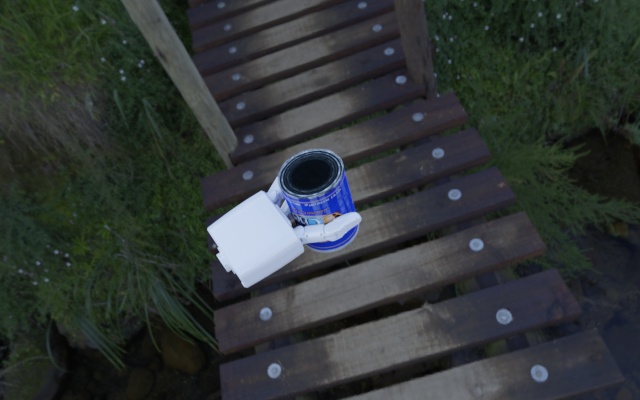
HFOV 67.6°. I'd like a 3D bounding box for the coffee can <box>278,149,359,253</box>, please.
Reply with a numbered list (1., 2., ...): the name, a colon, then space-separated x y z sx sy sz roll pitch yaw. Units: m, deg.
1. coffee can: 0.000 0.003 0.765 0.103 0.102 0.140 0 -40 17
